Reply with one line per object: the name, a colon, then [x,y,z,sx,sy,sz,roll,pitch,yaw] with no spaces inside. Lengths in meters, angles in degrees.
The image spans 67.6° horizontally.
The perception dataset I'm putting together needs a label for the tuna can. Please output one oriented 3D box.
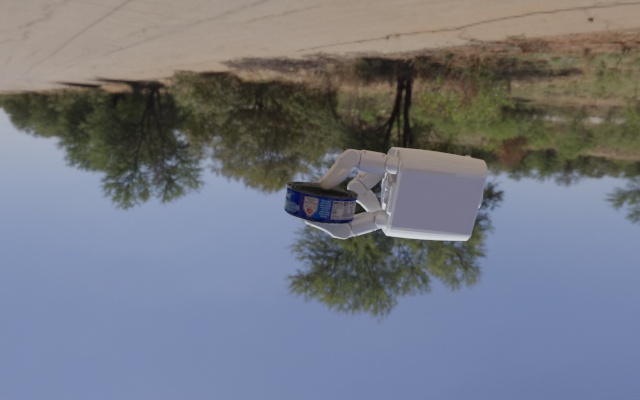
tuna can: [0.000,0.002,0.572,0.086,0.034,0.086,9,10,-2]
